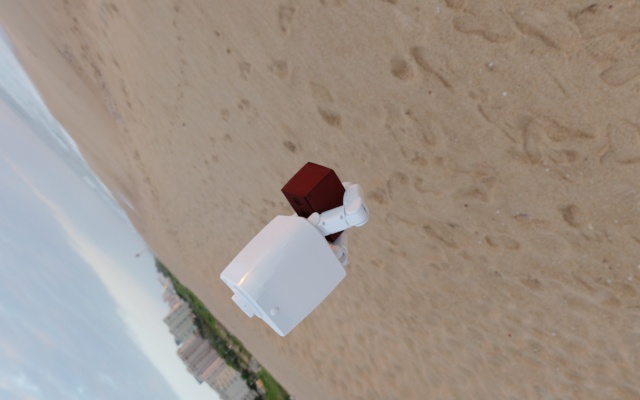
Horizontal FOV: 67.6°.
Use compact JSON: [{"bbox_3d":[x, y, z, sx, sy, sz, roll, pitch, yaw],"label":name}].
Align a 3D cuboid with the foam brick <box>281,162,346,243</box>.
[{"bbox_3d":[0.000,0.002,0.576,0.051,0.078,0.053,-44,33,-18],"label":"foam brick"}]
